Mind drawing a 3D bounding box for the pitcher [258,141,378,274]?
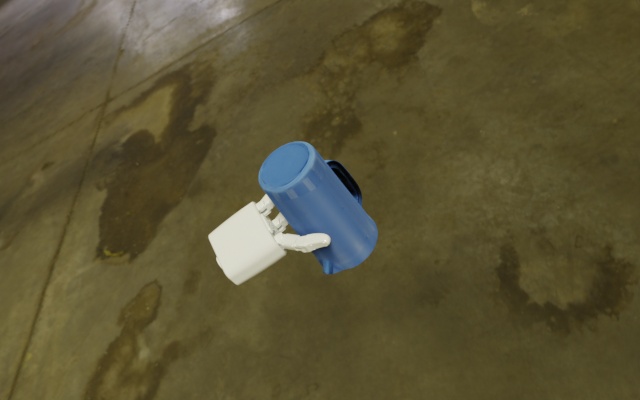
[{"bbox_3d":[0.000,0.003,0.853,0.145,0.149,0.243,-33,-48,5],"label":"pitcher"}]
